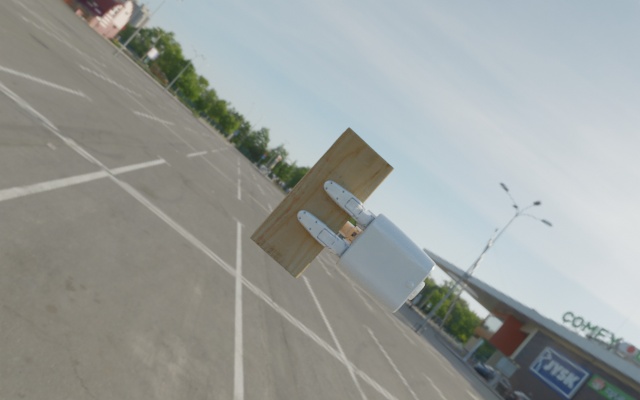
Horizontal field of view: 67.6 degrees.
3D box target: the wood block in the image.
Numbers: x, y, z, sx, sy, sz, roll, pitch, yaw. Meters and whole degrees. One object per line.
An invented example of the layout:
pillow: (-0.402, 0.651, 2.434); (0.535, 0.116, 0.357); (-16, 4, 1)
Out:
wood block: (0.000, 0.002, 0.705); (0.090, 0.206, 0.091); (42, -1, -3)
